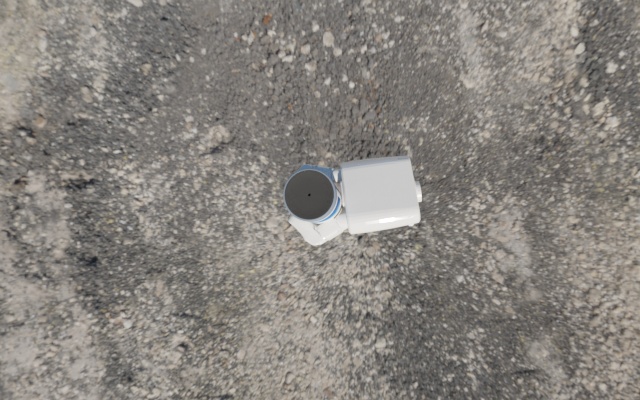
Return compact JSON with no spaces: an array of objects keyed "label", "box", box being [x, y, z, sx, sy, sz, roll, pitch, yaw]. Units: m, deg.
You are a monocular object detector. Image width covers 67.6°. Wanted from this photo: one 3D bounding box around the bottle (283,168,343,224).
[{"label":"bottle","box":[0.000,0.002,0.735,0.069,0.069,0.296,0,-4,6]}]
